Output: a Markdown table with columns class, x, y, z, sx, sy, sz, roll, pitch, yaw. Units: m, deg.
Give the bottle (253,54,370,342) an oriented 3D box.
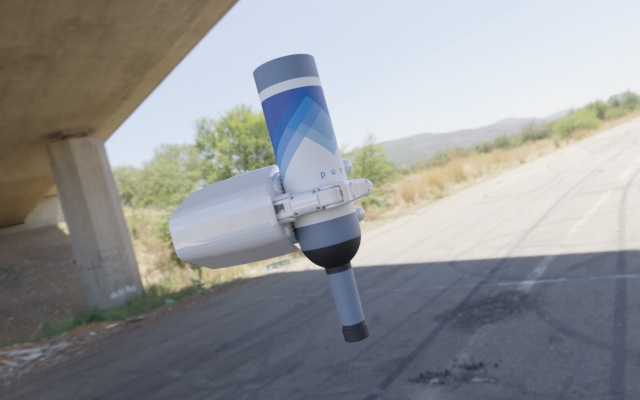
| class | x | y | z | sx | sy | sz | roll | pitch | yaw |
| --- | --- | --- | --- | --- | --- | --- | --- | --- | --- |
| bottle | 0.000 | 0.001 | 0.498 | 0.069 | 0.295 | 0.069 | -15 | 0 | 0 |
